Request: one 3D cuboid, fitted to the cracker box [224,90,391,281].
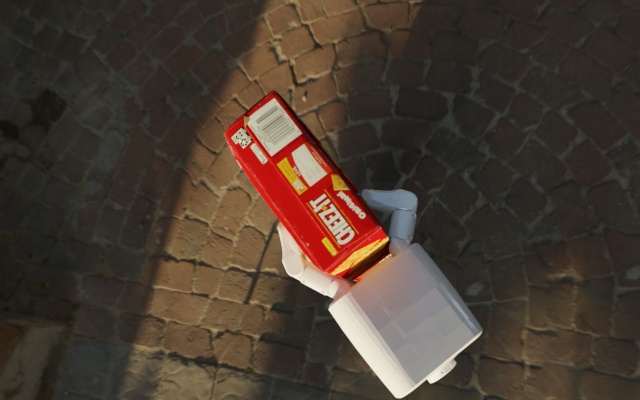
[{"bbox_3d":[0.000,0.002,0.510,0.072,0.164,0.214,-38,-16,2],"label":"cracker box"}]
